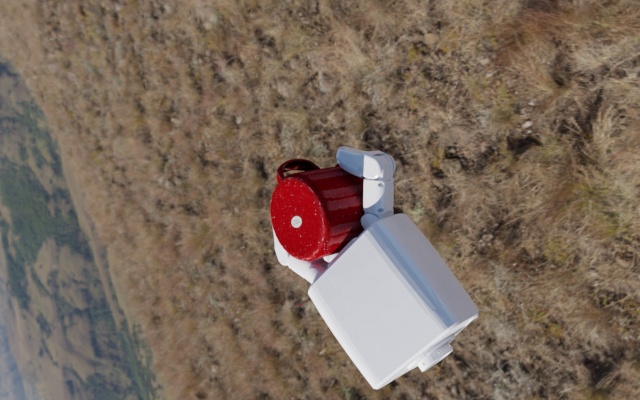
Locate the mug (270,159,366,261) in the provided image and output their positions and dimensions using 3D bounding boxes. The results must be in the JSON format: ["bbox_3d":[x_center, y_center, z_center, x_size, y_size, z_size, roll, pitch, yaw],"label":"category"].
[{"bbox_3d":[-0.001,0.000,0.462,0.081,0.117,0.093,-12,-35,-41],"label":"mug"}]
